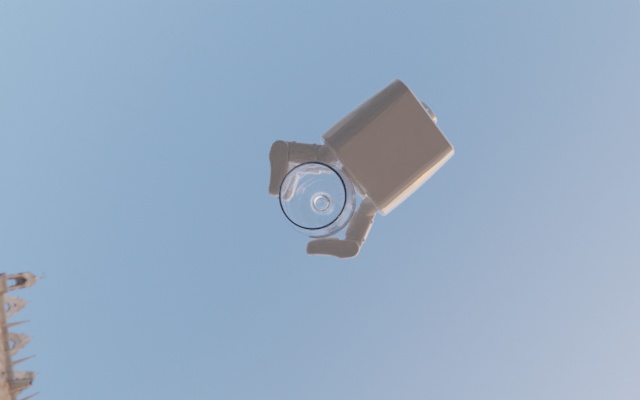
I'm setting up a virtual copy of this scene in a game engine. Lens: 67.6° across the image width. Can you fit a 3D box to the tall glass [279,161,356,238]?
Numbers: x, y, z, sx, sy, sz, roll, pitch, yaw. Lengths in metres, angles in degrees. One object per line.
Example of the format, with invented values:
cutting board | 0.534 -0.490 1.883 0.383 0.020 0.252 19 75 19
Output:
tall glass | 0.000 0.002 0.526 0.079 0.079 0.201 0 -3 4
